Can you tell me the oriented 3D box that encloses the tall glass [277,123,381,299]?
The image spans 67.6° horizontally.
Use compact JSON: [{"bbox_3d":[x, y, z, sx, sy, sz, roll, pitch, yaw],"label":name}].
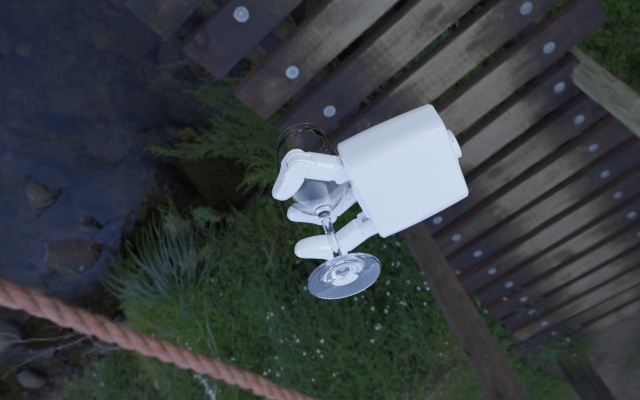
[{"bbox_3d":[0.000,0.002,0.522,0.079,0.201,0.079,-11,-40,-9],"label":"tall glass"}]
